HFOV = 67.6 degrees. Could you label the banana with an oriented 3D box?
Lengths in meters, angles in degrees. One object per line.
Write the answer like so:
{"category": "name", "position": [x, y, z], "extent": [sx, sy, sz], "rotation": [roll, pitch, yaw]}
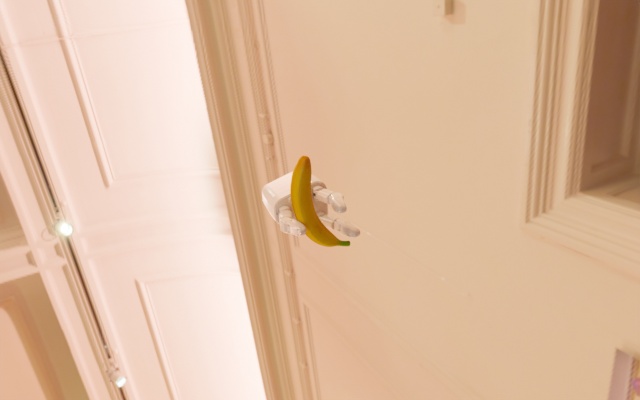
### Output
{"category": "banana", "position": [-0.015, 0.014, 0.852], "extent": [0.069, 0.198, 0.037], "rotation": [-28, 27, -3]}
